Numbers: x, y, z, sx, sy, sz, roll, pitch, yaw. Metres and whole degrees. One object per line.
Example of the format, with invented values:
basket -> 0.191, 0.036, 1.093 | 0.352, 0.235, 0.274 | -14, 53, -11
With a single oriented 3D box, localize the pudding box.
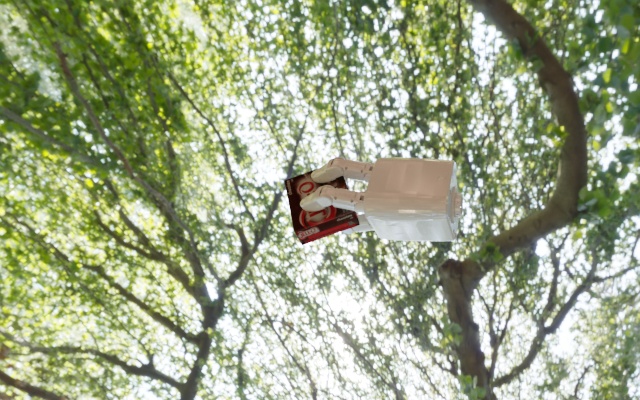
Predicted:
pudding box -> 0.000, 0.002, 0.699 | 0.090, 0.039, 0.113 | -19, 43, 4
